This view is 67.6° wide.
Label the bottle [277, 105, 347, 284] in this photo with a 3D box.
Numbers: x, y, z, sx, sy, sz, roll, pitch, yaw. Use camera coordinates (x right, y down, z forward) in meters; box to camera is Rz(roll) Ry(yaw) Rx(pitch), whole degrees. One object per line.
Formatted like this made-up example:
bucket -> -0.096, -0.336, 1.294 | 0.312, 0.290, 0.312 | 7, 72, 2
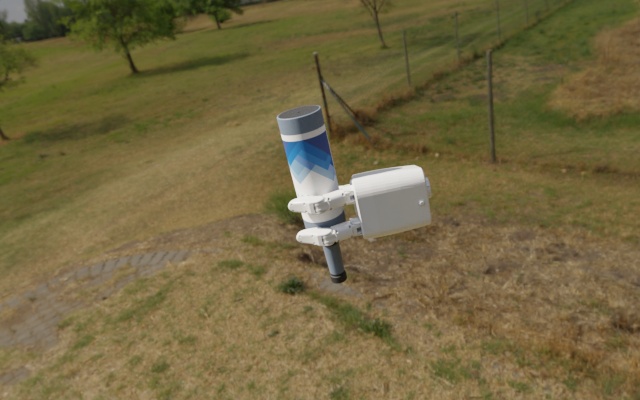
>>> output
bottle -> 0.000, 0.002, 0.753 | 0.069, 0.296, 0.069 | -11, 24, 5
